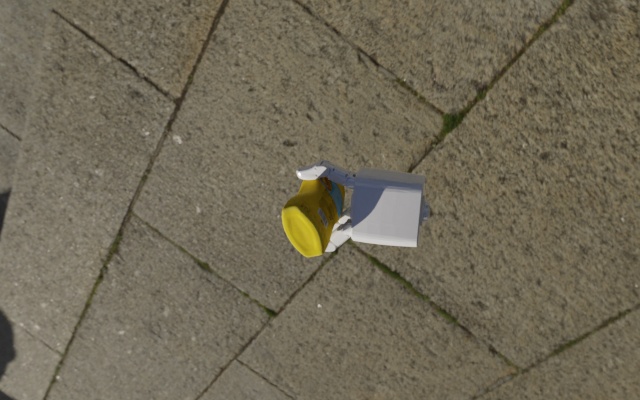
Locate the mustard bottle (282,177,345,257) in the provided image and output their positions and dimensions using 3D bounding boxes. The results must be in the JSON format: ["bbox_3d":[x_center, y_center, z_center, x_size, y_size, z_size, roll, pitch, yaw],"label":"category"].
[{"bbox_3d":[0.000,0.003,0.802,0.058,0.096,0.191,-16,24,28],"label":"mustard bottle"}]
